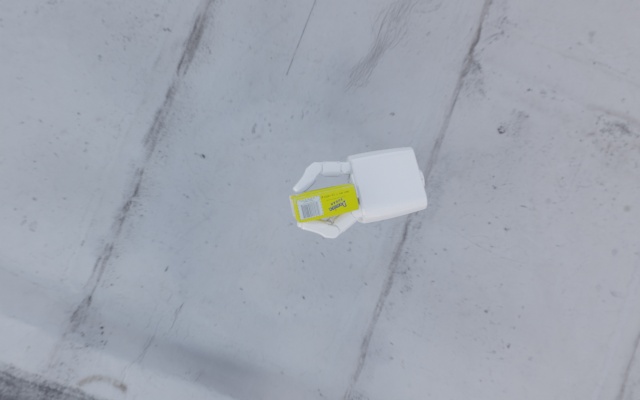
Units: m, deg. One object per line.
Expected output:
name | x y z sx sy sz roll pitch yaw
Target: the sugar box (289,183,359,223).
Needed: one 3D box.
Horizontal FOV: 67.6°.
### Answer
sugar box | 0.000 0.003 0.765 0.093 0.048 0.176 -12 0 -4
